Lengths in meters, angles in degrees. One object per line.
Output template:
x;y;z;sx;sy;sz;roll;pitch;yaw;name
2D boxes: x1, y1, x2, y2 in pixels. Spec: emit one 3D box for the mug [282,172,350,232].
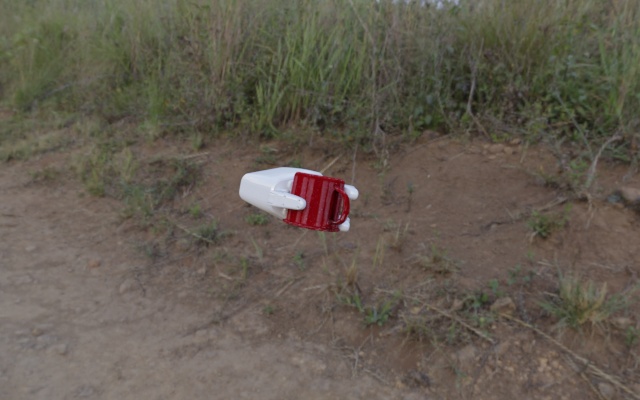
0.001;0.002;0.744;0.093;0.081;0.117;7;5;-42;mug
